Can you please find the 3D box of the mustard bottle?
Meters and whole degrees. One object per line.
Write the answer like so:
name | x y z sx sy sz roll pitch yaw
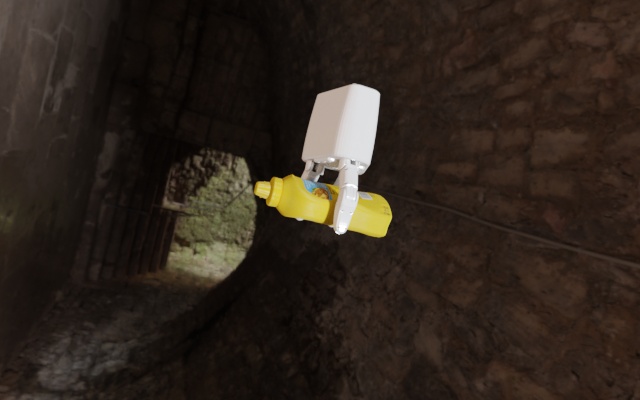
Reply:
mustard bottle | 0.000 0.003 0.687 0.191 0.058 0.096 13 18 -17
